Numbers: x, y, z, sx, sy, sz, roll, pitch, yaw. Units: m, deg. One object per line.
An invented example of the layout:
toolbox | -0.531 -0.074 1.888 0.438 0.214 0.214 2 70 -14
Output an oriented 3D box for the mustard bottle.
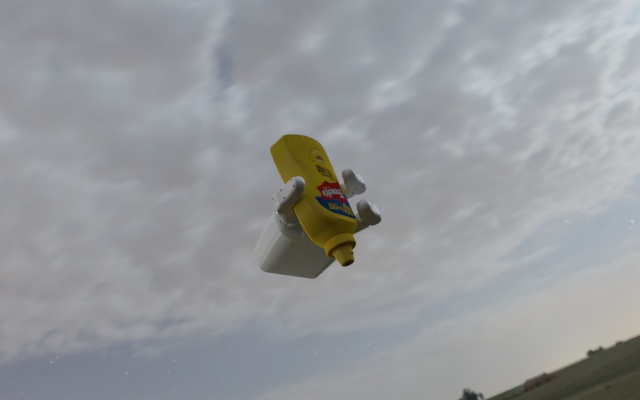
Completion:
mustard bottle | 0.000 0.002 0.639 0.058 0.191 0.096 -37 -31 24
